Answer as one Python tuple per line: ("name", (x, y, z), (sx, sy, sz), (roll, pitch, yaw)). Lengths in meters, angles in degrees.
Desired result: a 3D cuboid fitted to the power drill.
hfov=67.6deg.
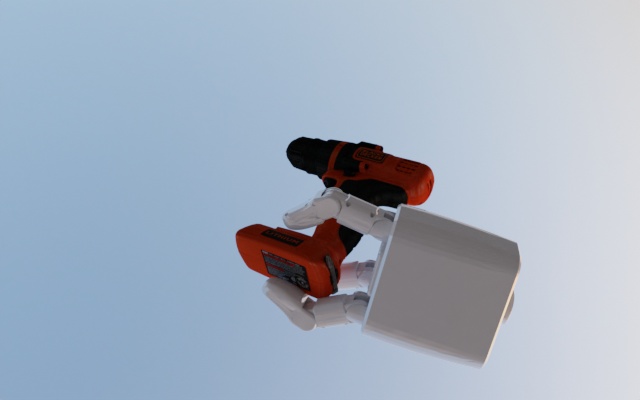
("power drill", (0.000, 0.002, 0.497), (0.184, 0.057, 0.187), (17, 48, 32))
